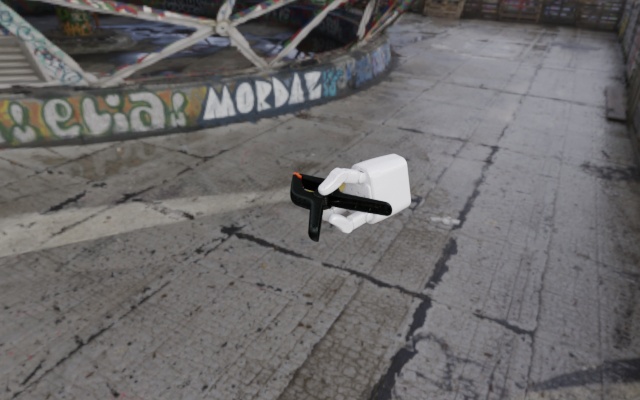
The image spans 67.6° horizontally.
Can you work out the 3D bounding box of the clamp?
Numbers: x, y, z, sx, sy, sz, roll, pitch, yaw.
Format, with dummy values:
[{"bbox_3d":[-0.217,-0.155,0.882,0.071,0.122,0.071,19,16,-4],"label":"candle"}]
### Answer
[{"bbox_3d":[0.000,0.002,0.856,0.164,0.036,0.210,-21,35,-34],"label":"clamp"}]
